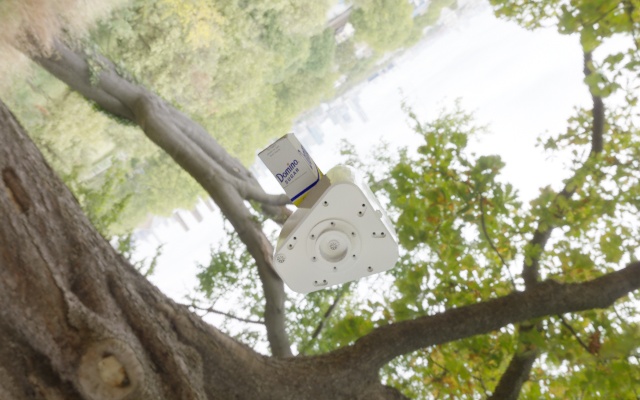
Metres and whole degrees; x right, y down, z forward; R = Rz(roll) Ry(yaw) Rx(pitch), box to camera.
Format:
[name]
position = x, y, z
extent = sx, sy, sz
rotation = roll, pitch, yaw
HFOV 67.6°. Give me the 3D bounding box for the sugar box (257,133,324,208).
[sugar box]
position = 0.001, 0.002, 0.565
extent = 0.048, 0.176, 0.093
rotation = -33, 7, 7
